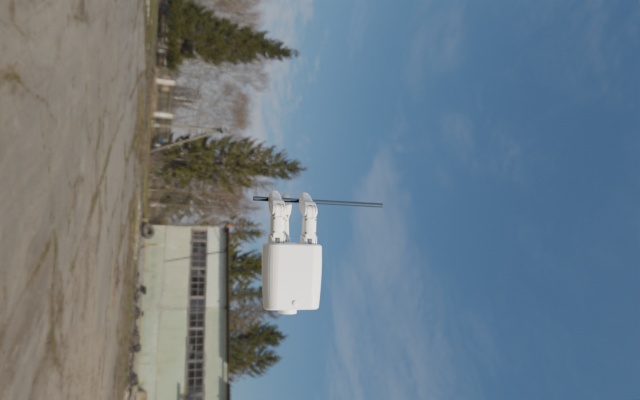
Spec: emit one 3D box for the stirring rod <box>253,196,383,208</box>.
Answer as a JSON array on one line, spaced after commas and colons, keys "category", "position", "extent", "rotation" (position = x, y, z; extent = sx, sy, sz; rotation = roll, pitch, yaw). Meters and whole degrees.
[{"category": "stirring rod", "position": [0.000, 0.003, 0.850], "extent": [0.239, 0.011, 0.011], "rotation": [3, -1, -18]}]
